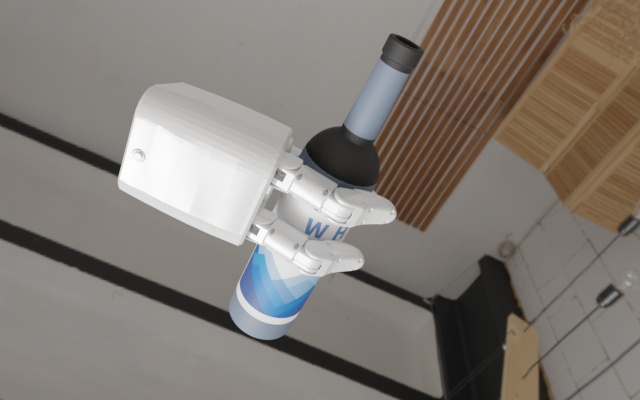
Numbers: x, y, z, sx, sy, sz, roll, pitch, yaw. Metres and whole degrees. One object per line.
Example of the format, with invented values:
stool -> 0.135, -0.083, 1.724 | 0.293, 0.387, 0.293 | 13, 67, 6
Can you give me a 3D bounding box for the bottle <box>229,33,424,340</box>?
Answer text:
bottle -> 0.000, 0.002, 0.408 | 0.069, 0.296, 0.069 | 21, 31, -13
